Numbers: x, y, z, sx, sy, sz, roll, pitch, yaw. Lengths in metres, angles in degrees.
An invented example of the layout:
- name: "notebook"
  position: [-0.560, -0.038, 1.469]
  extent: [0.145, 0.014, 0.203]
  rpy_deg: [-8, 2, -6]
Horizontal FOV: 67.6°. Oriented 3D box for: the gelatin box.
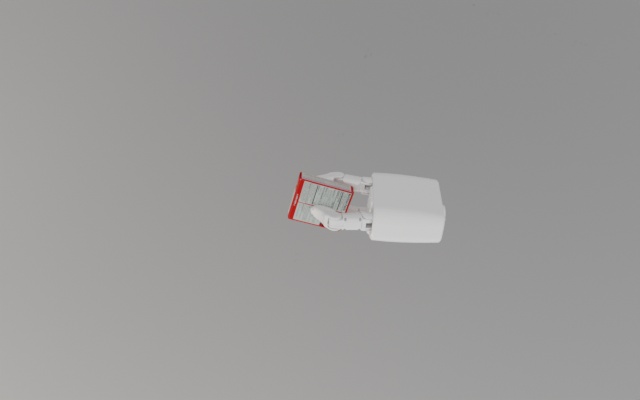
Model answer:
- name: "gelatin box"
  position: [0.000, 0.003, 0.752]
  extent: [0.089, 0.073, 0.030]
  rpy_deg: [14, 26, -9]
